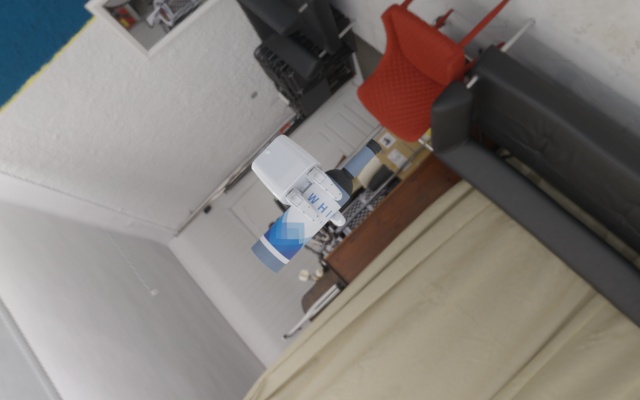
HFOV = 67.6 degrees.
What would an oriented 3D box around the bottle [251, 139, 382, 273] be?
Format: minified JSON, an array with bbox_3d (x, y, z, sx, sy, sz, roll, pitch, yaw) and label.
[{"bbox_3d":[0.000,0.003,0.865,0.069,0.295,0.069,44,-1,1],"label":"bottle"}]
